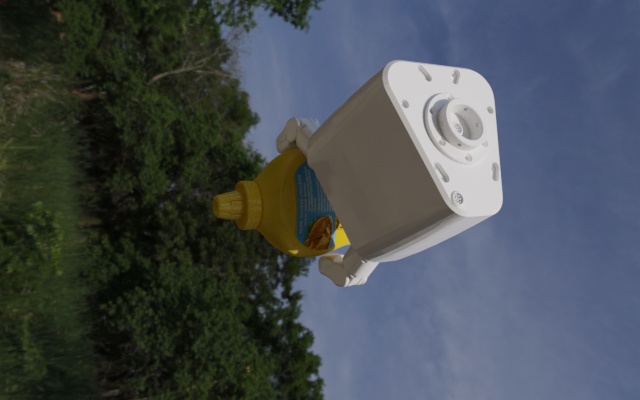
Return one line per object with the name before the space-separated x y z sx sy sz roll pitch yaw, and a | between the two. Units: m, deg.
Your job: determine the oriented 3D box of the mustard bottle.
mustard bottle | 0.000 0.001 0.430 0.191 0.096 0.058 -3 4 -28
